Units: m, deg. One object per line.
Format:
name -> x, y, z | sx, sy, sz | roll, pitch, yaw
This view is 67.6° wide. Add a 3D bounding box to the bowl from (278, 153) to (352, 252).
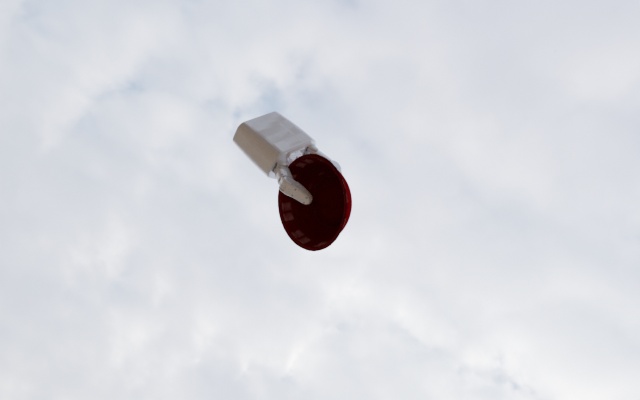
bowl -> 0.001, 0.004, 0.808 | 0.162, 0.162, 0.055 | 0, 2, 44
